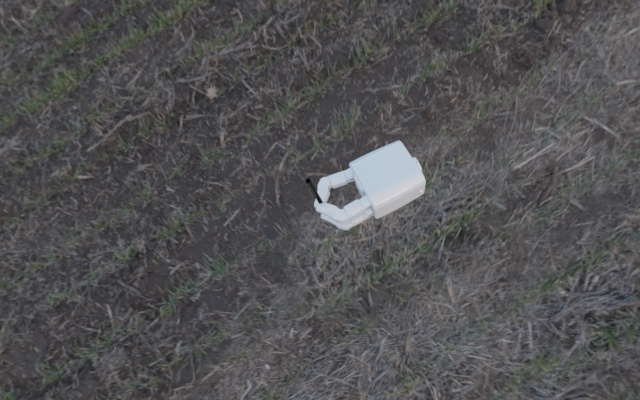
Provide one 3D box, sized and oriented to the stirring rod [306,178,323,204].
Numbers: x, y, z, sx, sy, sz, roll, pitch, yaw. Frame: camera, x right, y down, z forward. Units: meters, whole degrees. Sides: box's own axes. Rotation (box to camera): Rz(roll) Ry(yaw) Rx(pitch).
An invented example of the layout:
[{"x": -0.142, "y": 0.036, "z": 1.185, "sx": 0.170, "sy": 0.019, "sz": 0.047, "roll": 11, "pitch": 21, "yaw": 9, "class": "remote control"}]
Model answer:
[{"x": 0.000, "y": 0.003, "z": 0.861, "sx": 0.011, "sy": 0.011, "sz": 0.240, "roll": 0, "pitch": -16, "yaw": 10, "class": "stirring rod"}]
